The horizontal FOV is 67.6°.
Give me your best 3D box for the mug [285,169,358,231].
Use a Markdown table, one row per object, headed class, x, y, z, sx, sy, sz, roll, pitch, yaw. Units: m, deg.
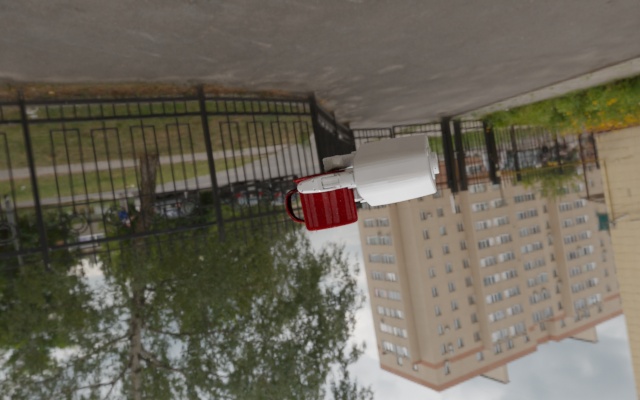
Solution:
| class | x | y | z | sx | sy | sz | roll | pitch | yaw |
| --- | --- | --- | --- | --- | --- | --- | --- | --- | --- |
| mug | -0.001 | 0.003 | 0.735 | 0.117 | 0.081 | 0.093 | -11 | 0 | 18 |
